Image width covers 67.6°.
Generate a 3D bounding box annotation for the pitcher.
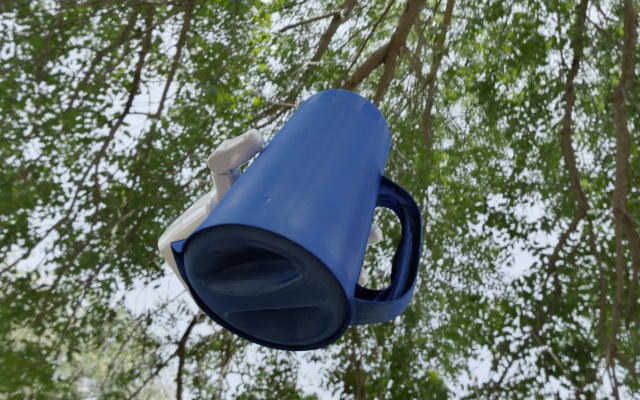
[{"bbox_3d":[0.000,0.001,0.426,0.145,0.149,0.242,-30,22,37],"label":"pitcher"}]
